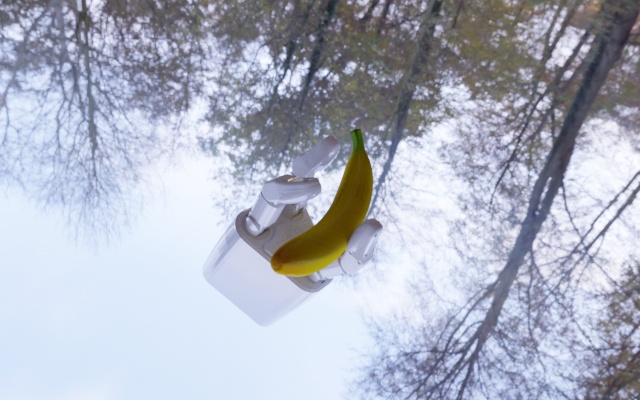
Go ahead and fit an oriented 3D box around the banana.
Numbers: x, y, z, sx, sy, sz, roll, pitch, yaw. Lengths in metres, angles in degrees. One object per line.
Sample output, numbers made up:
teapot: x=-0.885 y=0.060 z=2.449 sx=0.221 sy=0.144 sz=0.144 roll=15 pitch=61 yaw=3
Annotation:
banana: x=0.012 y=0.013 z=0.456 sx=0.037 sy=0.070 sz=0.197 roll=-19 pitch=29 yaw=39
